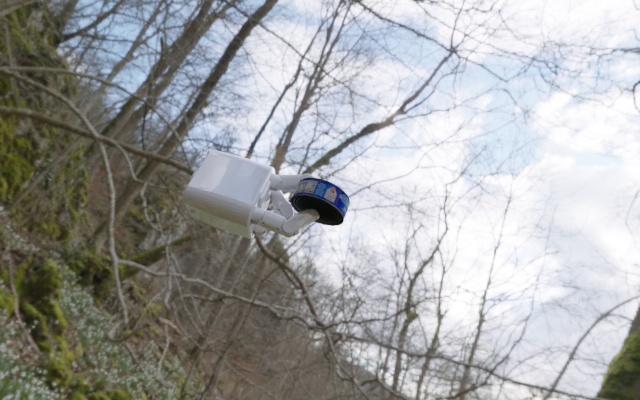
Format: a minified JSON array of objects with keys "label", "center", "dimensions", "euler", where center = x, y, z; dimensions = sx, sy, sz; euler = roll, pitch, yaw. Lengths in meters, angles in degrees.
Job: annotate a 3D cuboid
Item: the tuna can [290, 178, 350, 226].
[{"label":"tuna can","center":[0.000,0.002,0.716],"dimensions":[0.086,0.033,0.086],"euler":[19,-25,9]}]
